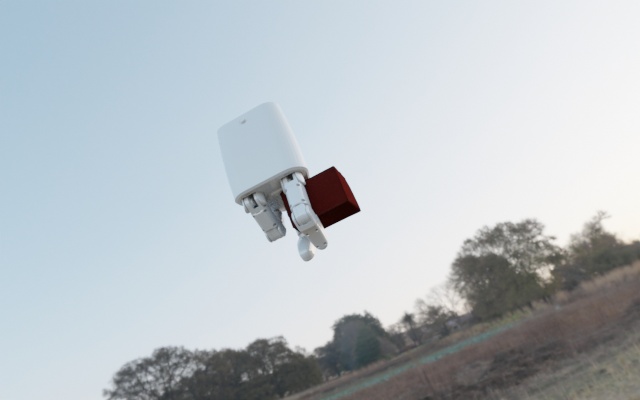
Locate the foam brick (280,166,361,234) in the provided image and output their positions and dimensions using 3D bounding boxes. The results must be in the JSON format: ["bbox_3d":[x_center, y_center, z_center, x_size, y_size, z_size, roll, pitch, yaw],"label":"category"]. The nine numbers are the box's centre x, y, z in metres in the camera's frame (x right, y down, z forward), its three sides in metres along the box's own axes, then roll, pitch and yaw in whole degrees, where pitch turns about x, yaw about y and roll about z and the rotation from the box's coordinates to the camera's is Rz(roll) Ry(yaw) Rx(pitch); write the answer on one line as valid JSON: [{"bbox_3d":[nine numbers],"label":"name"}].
[{"bbox_3d":[0.000,0.002,0.589,0.078,0.051,0.053,-26,-23,12],"label":"foam brick"}]
